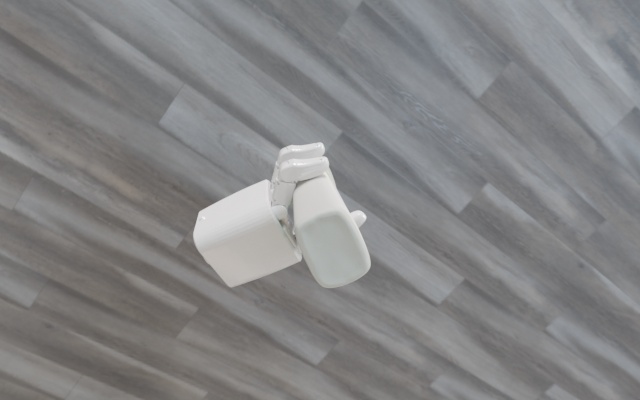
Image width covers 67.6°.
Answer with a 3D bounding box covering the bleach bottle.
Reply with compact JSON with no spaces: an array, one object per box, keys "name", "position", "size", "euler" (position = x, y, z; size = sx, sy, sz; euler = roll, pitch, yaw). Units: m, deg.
[{"name":"bleach bottle","position":[0.000,0.002,0.628],"size":[0.068,0.103,0.250],"euler":[-23,25,4]}]
